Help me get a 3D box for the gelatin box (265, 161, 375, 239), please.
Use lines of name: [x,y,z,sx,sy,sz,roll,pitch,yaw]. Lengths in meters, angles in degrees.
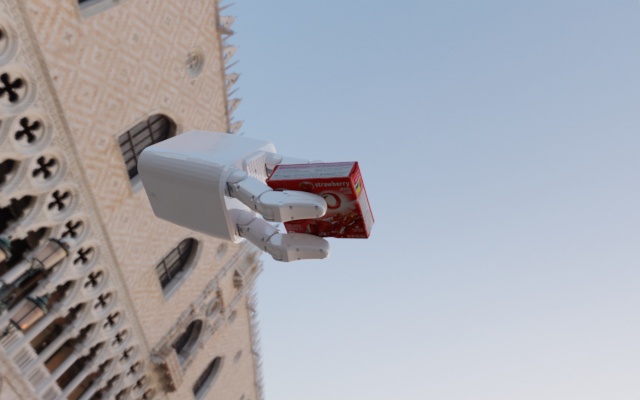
gelatin box: [0.001,0.001,0.458,0.089,0.073,0.030,-1,38,24]
